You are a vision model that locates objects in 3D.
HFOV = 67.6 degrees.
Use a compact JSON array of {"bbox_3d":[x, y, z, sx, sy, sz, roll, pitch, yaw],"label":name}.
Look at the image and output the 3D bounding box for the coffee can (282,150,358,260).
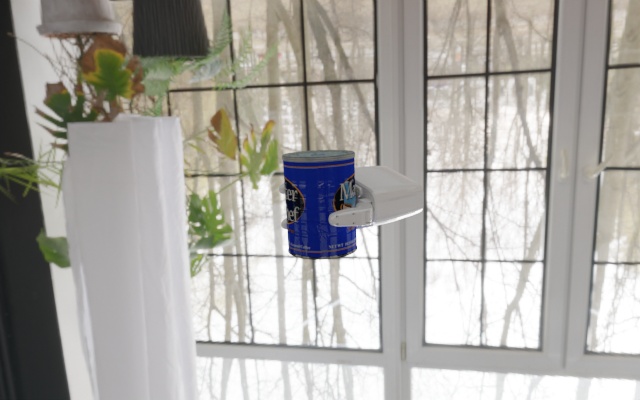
[{"bbox_3d":[0.000,0.002,0.682,0.103,0.140,0.103,-2,11,0],"label":"coffee can"}]
